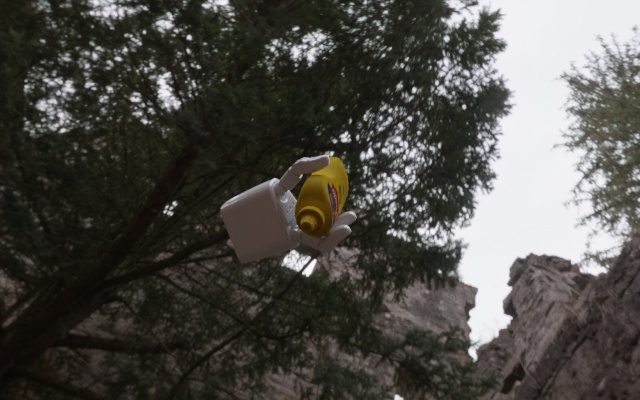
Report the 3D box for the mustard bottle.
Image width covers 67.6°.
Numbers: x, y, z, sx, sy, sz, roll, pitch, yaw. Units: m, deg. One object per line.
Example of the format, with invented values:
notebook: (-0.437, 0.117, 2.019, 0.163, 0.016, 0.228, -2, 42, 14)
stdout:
mustard bottle: (0.001, 0.002, 0.754, 0.058, 0.096, 0.191, 3, 23, 13)
